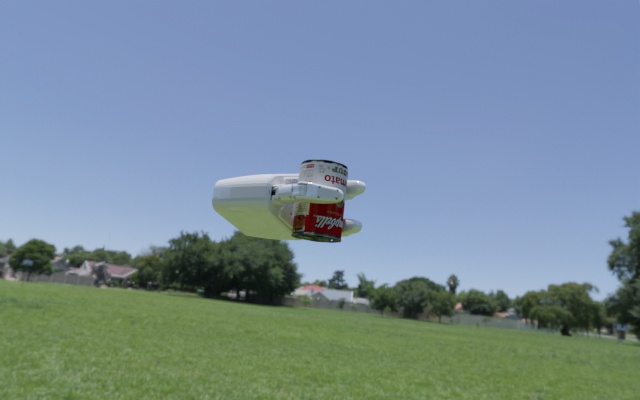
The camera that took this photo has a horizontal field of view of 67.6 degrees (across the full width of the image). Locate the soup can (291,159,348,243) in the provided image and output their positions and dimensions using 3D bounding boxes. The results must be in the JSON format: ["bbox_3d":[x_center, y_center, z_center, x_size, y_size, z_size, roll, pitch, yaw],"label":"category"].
[{"bbox_3d":[0.000,0.002,0.649,0.068,0.102,0.068,7,-12,1],"label":"soup can"}]
